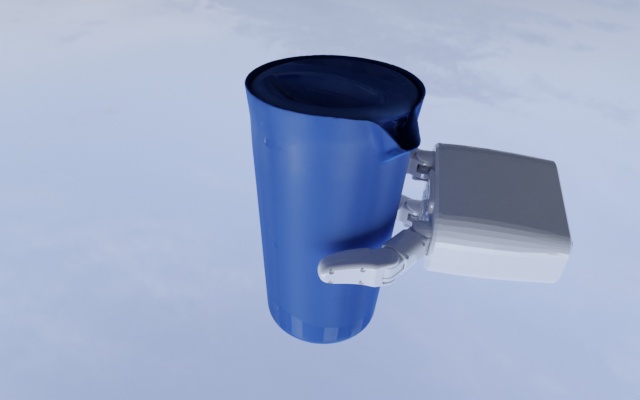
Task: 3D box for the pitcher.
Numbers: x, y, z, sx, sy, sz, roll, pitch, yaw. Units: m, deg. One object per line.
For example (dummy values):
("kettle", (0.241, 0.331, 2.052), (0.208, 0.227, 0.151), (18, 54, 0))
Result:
("pitcher", (0.000, 0.001, 0.423), (0.145, 0.243, 0.149), (6, 34, 4))
